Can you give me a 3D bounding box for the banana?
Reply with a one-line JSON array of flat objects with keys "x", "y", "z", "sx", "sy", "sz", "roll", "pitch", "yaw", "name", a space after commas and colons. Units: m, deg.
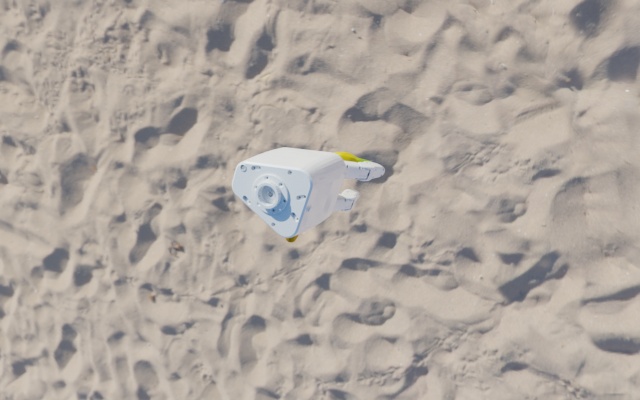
[{"x": -0.010, "y": -0.014, "z": 0.750, "sx": 0.198, "sy": 0.069, "sz": 0.037, "roll": -44, "pitch": -5, "yaw": 26, "name": "banana"}]
